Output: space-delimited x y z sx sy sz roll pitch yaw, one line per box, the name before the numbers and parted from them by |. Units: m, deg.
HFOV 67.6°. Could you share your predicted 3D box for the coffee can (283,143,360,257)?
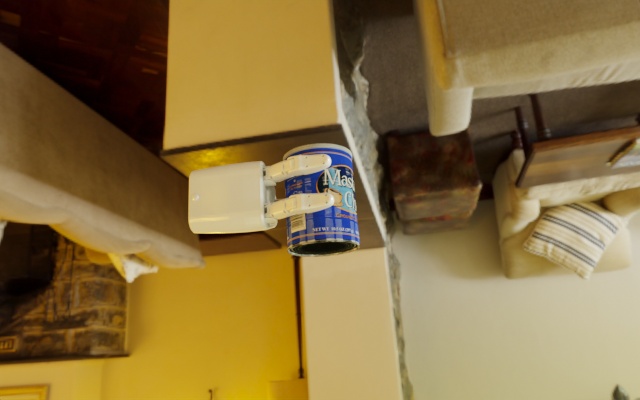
coffee can | 0.000 0.002 0.688 0.103 0.140 0.103 -4 -17 -1
